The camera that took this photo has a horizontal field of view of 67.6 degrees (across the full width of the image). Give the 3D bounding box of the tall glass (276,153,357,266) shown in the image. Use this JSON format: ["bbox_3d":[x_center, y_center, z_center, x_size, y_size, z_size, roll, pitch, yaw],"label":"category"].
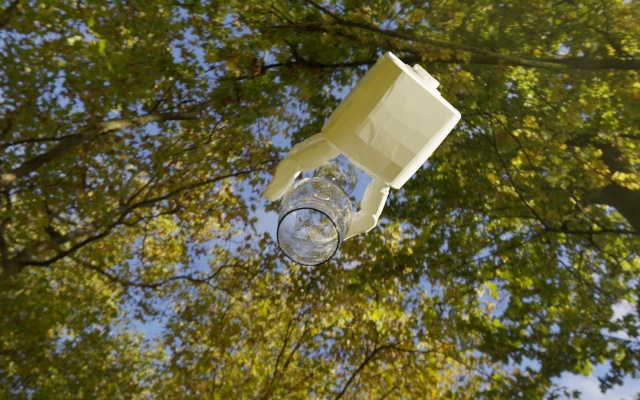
[{"bbox_3d":[0.000,0.002,0.547,0.079,0.079,0.201,0,20,8],"label":"tall glass"}]
